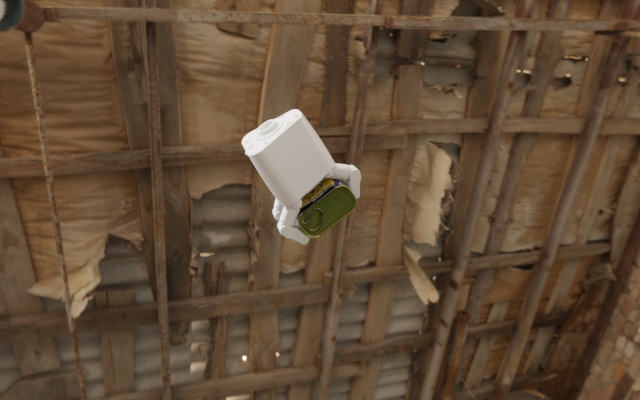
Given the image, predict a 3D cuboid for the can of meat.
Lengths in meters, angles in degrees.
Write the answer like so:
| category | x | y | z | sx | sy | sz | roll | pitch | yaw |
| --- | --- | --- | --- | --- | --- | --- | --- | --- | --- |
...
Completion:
| category | x | y | z | sx | sy | sz | roll | pitch | yaw |
| --- | --- | --- | --- | --- | --- | --- | --- | --- | --- |
| can of meat | 0.000 | 0.002 | 0.808 | 0.102 | 0.057 | 0.084 | -37 | 31 | 1 |
